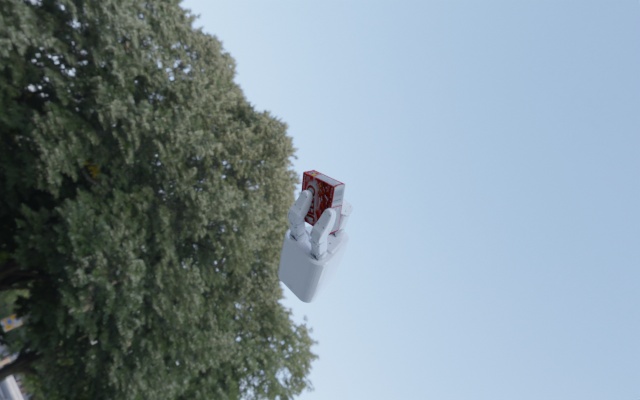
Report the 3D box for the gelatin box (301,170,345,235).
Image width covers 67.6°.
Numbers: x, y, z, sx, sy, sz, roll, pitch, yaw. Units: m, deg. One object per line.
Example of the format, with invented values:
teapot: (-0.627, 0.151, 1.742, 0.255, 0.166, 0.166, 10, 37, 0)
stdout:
gelatin box: (0.000, 0.002, 0.791, 0.030, 0.089, 0.073, -17, 34, -43)
